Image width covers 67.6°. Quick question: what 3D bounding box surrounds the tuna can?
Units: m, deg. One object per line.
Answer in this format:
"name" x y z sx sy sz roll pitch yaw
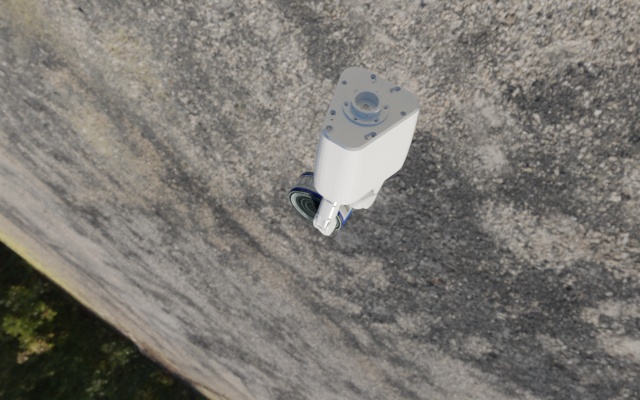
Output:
"tuna can" 0.000 0.003 0.643 0.086 0.033 0.086 27 -25 14
